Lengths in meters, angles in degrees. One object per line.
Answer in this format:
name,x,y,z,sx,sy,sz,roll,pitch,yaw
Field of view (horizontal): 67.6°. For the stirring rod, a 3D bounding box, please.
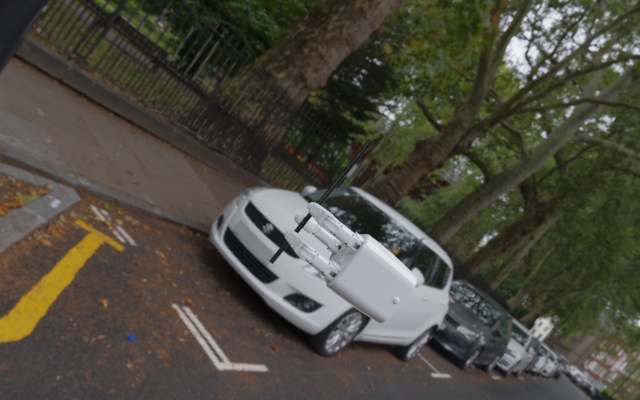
stirring rod,0.000,0.002,0.728,0.011,0.239,0.011,39,3,-3
